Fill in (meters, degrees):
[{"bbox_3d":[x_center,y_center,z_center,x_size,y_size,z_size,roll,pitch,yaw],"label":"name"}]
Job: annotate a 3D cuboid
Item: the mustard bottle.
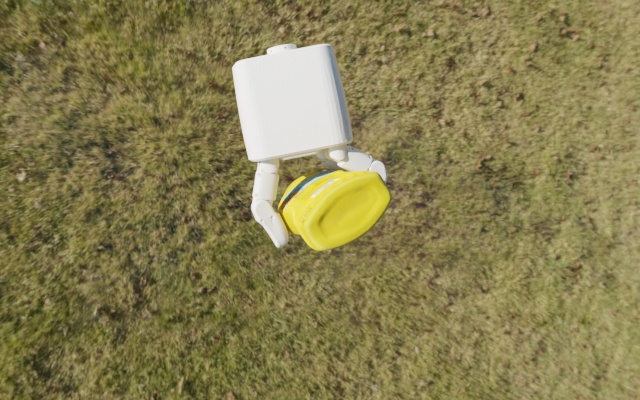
[{"bbox_3d":[0.000,0.002,0.542,0.096,0.058,0.191,-37,15,-11],"label":"mustard bottle"}]
